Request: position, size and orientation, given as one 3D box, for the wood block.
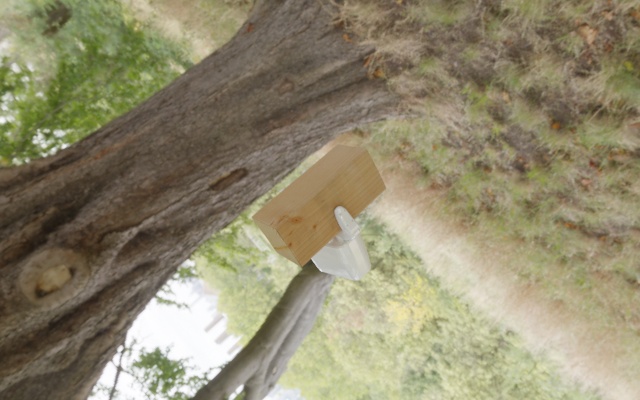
[{"bbox_3d":[0.000,0.003,0.813,0.206,0.090,0.091,-42,31,-18],"label":"wood block"}]
